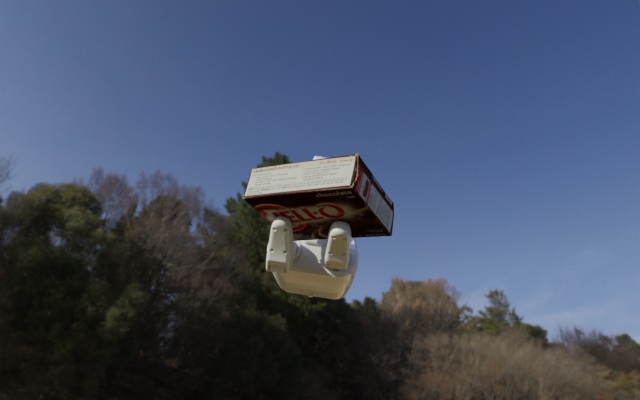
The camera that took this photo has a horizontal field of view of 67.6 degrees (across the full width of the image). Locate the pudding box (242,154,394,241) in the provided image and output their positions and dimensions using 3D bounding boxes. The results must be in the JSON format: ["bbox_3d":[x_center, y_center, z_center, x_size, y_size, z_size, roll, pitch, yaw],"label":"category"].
[{"bbox_3d":[0.000,0.001,0.439,0.113,0.039,0.090,-7,-32,28],"label":"pudding box"}]
